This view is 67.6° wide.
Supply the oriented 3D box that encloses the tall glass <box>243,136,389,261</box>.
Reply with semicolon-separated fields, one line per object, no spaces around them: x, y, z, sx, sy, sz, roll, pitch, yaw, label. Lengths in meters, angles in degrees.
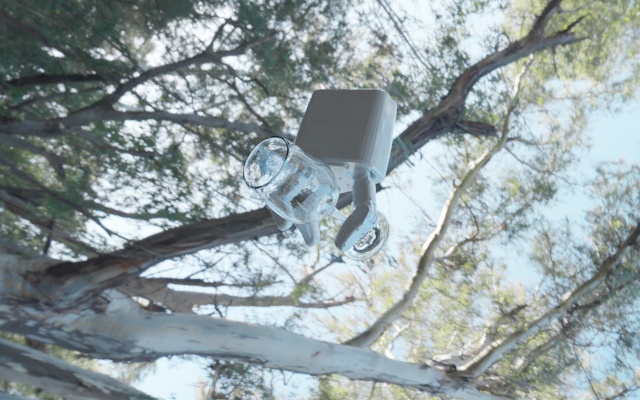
0.000;0.002;0.558;0.079;0.079;0.201;0;-25;39;tall glass
